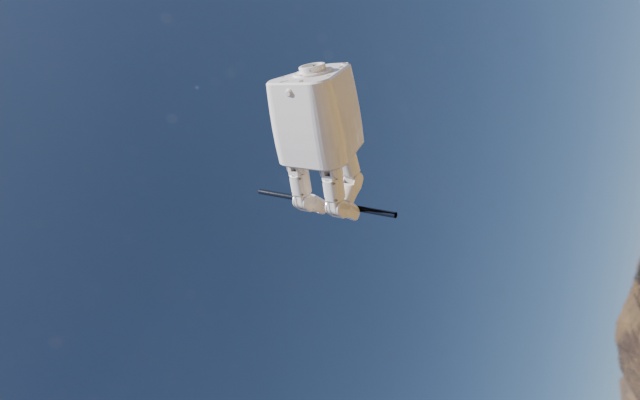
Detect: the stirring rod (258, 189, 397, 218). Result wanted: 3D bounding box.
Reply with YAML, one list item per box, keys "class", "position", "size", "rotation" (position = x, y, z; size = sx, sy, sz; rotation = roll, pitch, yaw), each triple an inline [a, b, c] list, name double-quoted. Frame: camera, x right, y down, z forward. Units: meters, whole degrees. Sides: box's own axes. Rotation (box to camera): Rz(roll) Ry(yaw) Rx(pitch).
- class: "stirring rod"
  position: [0.000, 0.002, 0.673]
  size: [0.239, 0.011, 0.011]
  rotation: [10, 6, 37]
